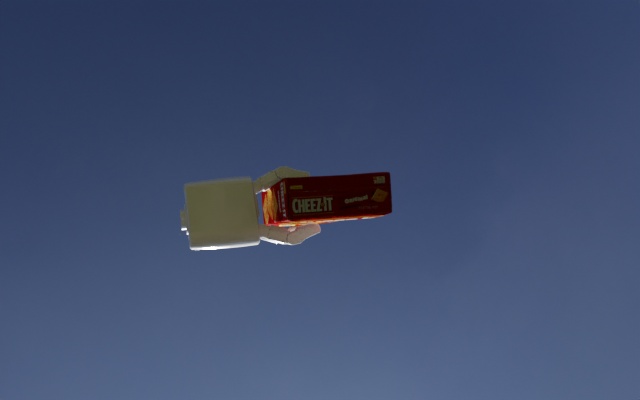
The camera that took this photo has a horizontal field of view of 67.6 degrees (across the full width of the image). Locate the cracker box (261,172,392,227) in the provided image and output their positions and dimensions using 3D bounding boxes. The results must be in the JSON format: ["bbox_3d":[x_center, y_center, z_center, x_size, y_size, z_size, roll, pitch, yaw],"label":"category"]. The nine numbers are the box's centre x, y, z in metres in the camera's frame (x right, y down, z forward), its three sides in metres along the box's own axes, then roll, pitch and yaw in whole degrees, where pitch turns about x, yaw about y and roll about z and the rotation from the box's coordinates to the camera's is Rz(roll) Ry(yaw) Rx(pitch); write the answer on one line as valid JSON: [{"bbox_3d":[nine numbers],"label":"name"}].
[{"bbox_3d":[0.000,0.002,0.790,0.164,0.072,0.214,-4,-3,-16],"label":"cracker box"}]
